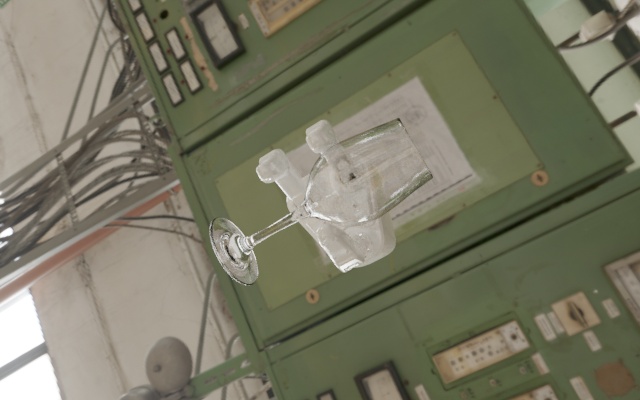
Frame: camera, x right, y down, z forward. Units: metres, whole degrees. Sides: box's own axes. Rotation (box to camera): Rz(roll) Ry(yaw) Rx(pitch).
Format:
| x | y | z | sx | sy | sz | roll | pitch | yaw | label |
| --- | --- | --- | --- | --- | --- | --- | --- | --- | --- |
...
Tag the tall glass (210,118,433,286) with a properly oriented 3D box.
| x | y | z | sx | sy | sz | roll | pitch | yaw | label |
| --- | --- | --- | --- | --- | --- | --- | --- | --- | --- |
| -0.001 | 0.002 | 0.443 | 0.201 | 0.079 | 0.079 | -30 | -8 | 13 | tall glass |
